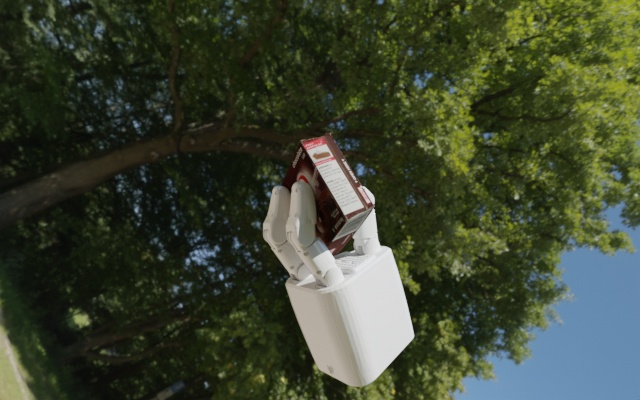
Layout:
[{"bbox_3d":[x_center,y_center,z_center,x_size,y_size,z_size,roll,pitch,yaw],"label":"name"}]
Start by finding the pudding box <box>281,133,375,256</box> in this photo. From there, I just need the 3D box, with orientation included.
[{"bbox_3d":[0.000,0.002,0.481,0.039,0.090,0.113,-21,-20,-29],"label":"pudding box"}]
